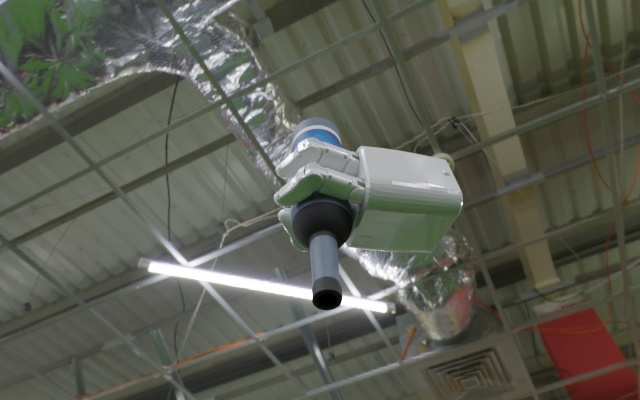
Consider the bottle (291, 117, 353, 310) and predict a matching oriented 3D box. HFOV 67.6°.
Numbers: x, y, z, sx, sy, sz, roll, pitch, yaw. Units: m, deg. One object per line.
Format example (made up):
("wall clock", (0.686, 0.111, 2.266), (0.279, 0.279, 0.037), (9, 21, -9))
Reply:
("bottle", (0.000, 0.002, 0.540), (0.069, 0.069, 0.295), (0, 36, -3))
